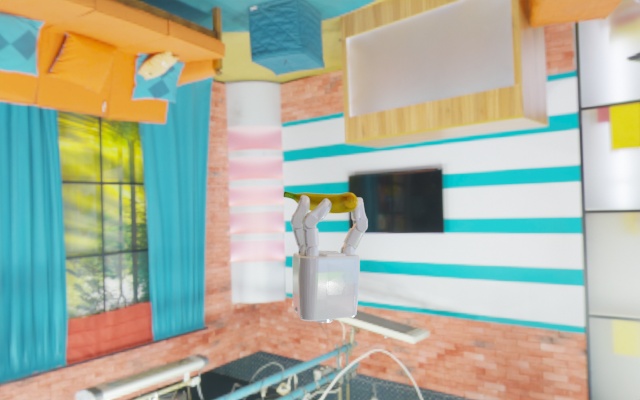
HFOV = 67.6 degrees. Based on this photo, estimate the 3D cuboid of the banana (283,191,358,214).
[{"bbox_3d":[0.013,0.004,0.858,0.069,0.037,0.198,6,-3,-38],"label":"banana"}]
